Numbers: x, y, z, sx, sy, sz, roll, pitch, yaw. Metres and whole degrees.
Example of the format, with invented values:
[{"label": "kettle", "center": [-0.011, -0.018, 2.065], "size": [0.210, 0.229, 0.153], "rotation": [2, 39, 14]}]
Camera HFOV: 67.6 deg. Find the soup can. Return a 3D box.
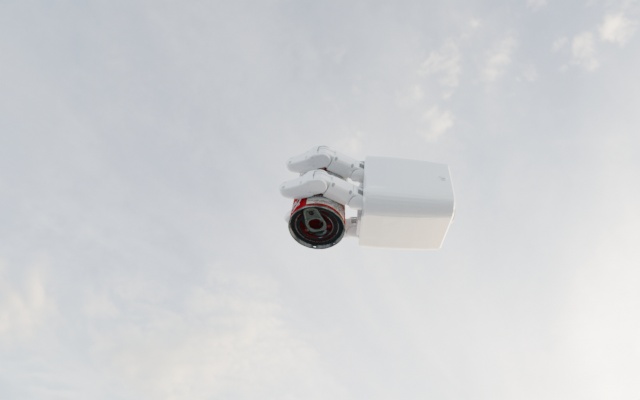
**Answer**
[{"label": "soup can", "center": [0.000, 0.002, 0.602], "size": [0.068, 0.069, 0.102], "rotation": [0, 38, 7]}]
